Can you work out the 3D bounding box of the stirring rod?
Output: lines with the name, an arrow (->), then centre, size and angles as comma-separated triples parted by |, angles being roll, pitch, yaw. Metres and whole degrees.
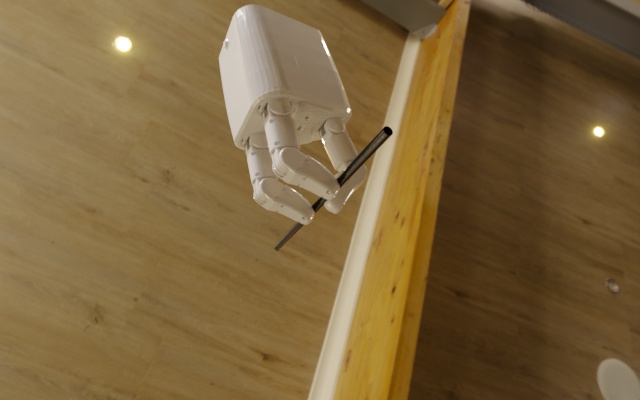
stirring rod -> 0.000, 0.001, 0.442 | 0.011, 0.011, 0.240 | 0, -25, -27
